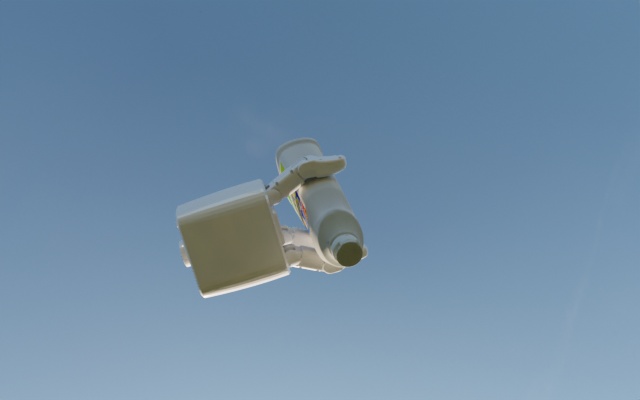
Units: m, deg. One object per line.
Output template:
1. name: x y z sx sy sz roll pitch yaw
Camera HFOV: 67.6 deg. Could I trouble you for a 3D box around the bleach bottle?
1. bleach bottle: 0.000 0.002 0.589 0.068 0.103 0.250 -16 24 -7
